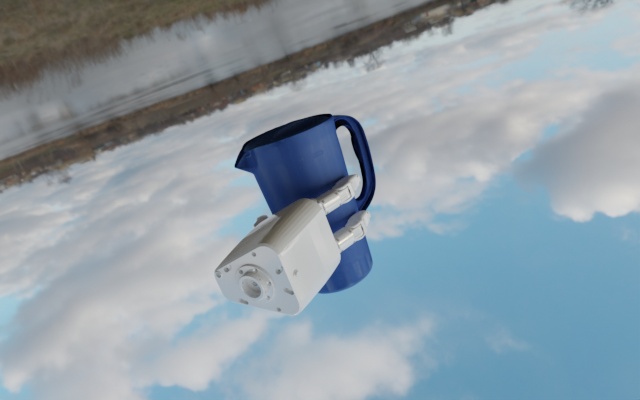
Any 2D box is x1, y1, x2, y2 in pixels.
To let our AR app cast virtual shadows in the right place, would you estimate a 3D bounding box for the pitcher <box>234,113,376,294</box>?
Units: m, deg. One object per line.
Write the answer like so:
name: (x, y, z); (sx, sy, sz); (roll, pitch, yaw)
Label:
pitcher: (0.000, 0.002, 0.687); (0.149, 0.243, 0.145); (-11, 20, 27)
